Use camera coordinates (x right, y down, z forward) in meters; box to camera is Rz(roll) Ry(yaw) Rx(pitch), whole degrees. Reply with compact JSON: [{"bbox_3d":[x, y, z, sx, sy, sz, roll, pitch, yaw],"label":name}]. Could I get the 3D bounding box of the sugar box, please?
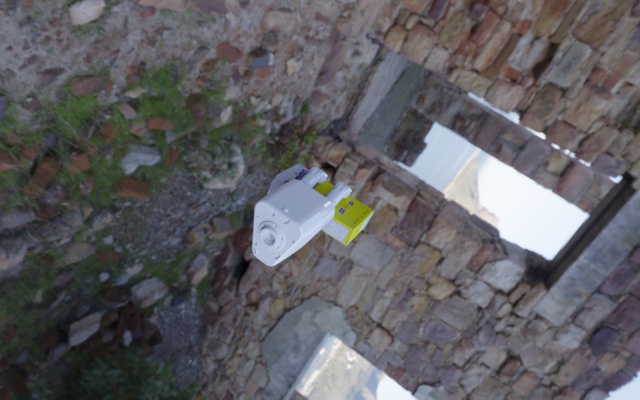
[{"bbox_3d":[0.000,0.003,0.871,0.176,0.048,0.093,34,33,13],"label":"sugar box"}]
